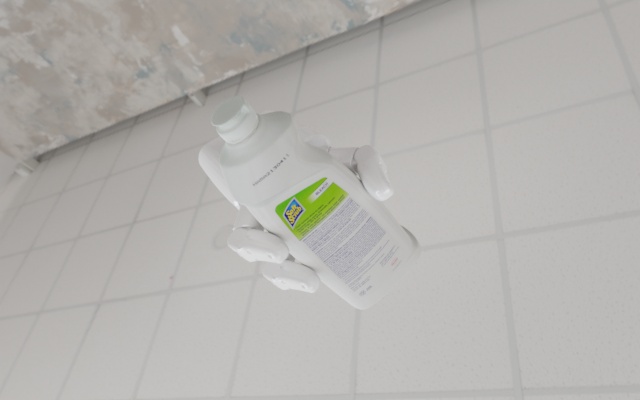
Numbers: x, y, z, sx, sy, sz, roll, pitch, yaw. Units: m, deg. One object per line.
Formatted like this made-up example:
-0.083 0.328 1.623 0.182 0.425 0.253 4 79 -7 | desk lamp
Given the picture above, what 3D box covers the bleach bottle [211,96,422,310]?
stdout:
0.000 0.002 0.423 0.068 0.102 0.251 38 -9 48 | bleach bottle
